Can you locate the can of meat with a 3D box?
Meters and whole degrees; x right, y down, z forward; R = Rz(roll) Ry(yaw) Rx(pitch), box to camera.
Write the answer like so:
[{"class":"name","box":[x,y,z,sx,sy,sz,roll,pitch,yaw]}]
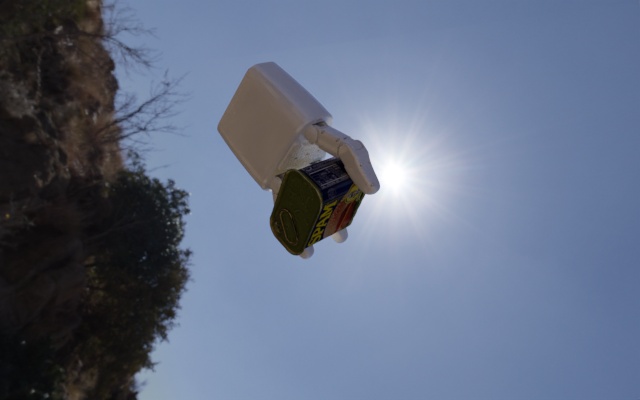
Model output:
[{"class":"can of meat","box":[0.000,0.002,0.528,0.084,0.102,0.057,-24,59,-40]}]
